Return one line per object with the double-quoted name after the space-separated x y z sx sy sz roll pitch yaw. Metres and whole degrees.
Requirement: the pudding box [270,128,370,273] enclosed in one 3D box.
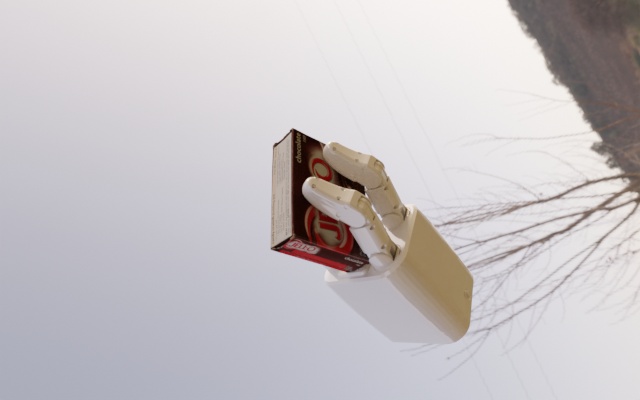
0.000 0.002 0.437 0.090 0.113 0.039 22 -40 -36 "pudding box"
